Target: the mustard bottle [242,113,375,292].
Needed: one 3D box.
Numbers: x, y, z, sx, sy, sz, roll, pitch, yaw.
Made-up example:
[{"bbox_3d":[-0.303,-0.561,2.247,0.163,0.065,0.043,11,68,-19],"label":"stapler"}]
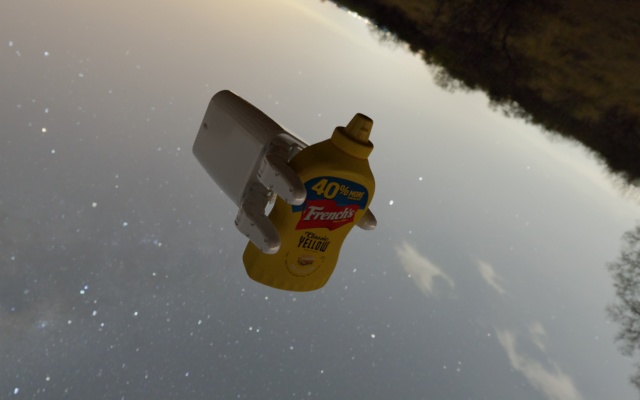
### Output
[{"bbox_3d":[0.000,0.002,0.474,0.096,0.192,0.058,15,25,-29],"label":"mustard bottle"}]
